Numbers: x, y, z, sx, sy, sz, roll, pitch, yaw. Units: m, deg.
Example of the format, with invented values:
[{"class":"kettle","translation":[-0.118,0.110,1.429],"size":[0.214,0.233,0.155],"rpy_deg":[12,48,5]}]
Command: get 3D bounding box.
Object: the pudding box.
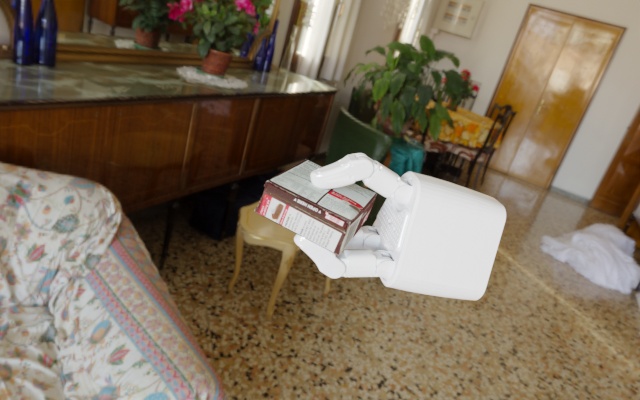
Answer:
[{"class":"pudding box","translation":[0.000,0.001,0.476],"size":[0.090,0.039,0.113],"rpy_deg":[26,20,11]}]
